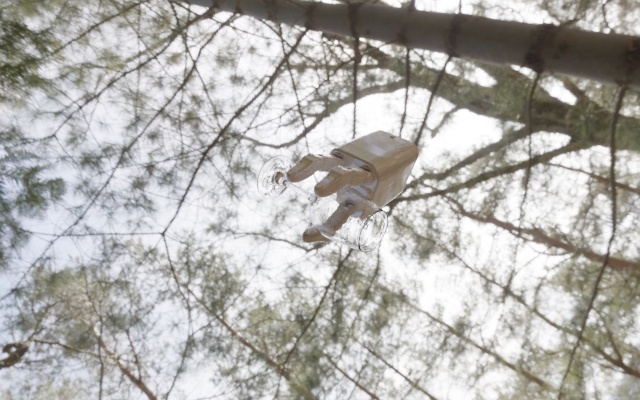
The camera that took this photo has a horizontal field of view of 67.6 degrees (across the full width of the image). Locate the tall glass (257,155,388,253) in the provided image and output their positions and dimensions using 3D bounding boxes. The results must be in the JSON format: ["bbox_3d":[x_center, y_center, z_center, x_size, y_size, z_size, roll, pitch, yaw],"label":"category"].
[{"bbox_3d":[0.000,0.002,0.684,0.201,0.079,0.079,29,18,36],"label":"tall glass"}]
